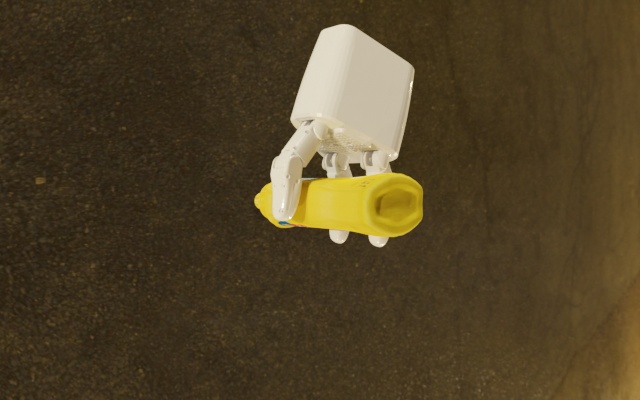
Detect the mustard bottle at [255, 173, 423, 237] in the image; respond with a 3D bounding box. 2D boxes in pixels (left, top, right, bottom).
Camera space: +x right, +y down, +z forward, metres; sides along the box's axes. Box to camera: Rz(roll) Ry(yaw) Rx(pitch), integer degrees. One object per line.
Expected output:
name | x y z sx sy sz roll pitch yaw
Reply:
mustard bottle | 0.000 0.002 0.489 0.191 0.058 0.096 2 5 43
